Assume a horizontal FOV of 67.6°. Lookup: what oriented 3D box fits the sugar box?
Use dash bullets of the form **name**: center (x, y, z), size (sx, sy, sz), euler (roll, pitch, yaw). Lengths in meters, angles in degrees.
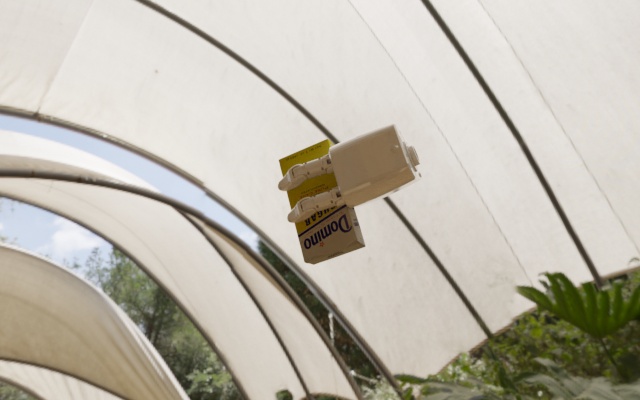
- **sugar box**: center (0.000, 0.002, 0.748), size (0.093, 0.176, 0.048), euler (-22, -22, 17)
